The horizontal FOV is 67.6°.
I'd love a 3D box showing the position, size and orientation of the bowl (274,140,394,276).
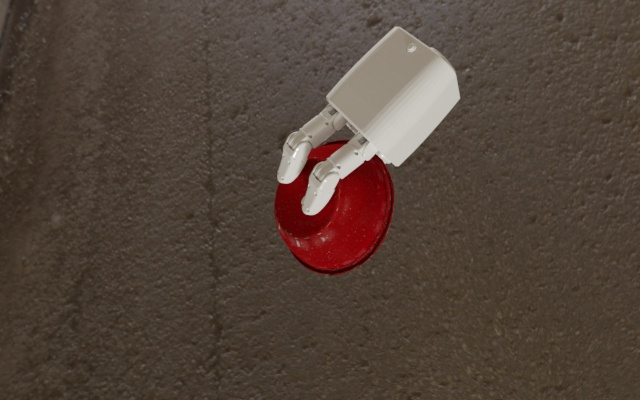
[{"bbox_3d":[-0.001,0.003,0.542,0.162,0.162,0.055,0,-11,38],"label":"bowl"}]
